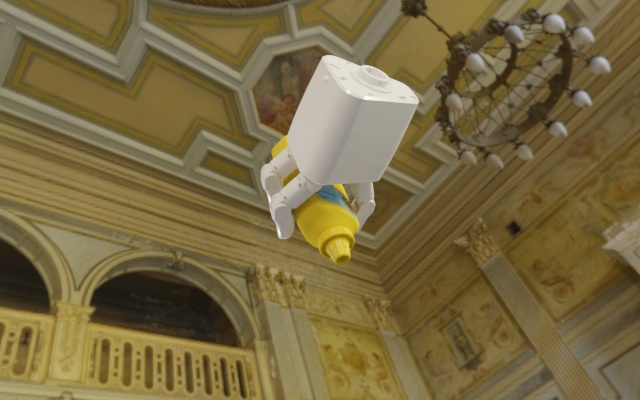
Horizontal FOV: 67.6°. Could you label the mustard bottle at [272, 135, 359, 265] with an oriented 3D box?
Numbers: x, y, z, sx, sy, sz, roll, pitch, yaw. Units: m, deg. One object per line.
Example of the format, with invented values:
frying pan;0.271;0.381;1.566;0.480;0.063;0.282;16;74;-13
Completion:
mustard bottle;0.000;0.002;0.582;0.058;0.191;0.096;-42;-49;18
